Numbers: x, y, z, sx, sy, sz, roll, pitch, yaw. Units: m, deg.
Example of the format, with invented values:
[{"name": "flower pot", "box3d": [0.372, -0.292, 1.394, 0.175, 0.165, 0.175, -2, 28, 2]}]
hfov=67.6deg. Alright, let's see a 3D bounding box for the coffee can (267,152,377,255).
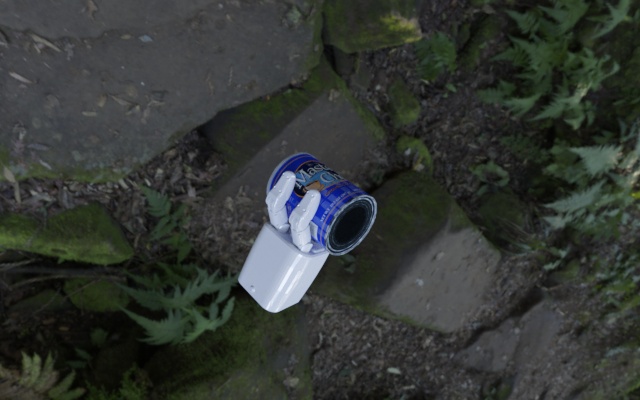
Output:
[{"name": "coffee can", "box3d": [0.000, 0.002, 0.727, 0.103, 0.103, 0.140, 0, 30, -49]}]
